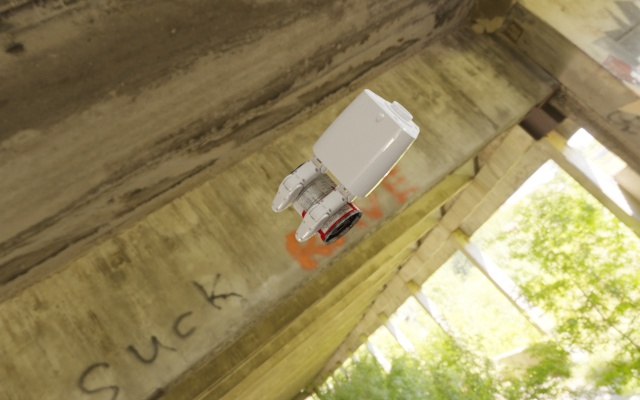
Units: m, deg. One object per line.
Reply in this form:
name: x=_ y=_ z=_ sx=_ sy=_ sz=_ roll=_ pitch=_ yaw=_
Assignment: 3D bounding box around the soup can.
soup can: x=0.000 y=0.002 z=0.669 sx=0.068 sy=0.102 sz=0.068 roll=-37 pitch=-17 yaw=-14
